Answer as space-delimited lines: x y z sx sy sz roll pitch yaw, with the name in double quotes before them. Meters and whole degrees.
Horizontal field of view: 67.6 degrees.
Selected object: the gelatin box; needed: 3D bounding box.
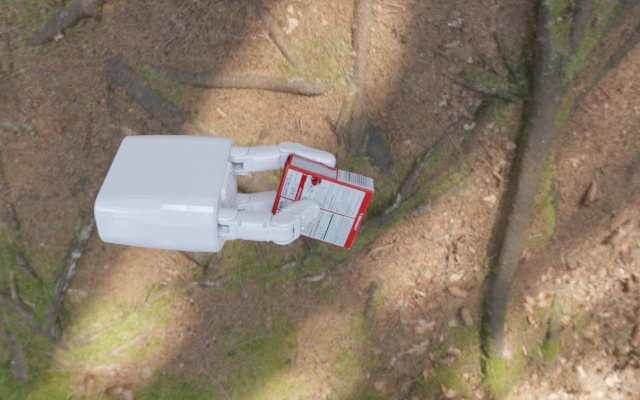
"gelatin box" 0.000 0.002 0.473 0.089 0.073 0.030 17 31 -4
